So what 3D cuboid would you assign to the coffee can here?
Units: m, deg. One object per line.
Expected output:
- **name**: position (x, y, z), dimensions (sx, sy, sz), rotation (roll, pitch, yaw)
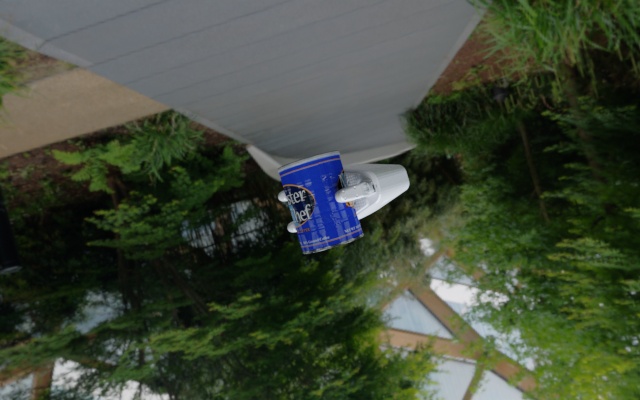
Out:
- **coffee can**: position (0.000, 0.002, 0.760), dimensions (0.103, 0.140, 0.103), rotation (-17, 0, 0)
